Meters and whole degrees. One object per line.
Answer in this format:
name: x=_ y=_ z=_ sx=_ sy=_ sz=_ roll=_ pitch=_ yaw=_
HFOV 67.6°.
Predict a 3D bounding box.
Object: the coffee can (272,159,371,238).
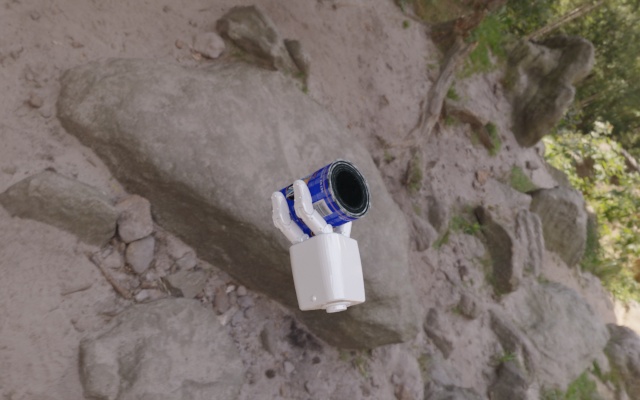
coffee can: x=0.000 y=0.003 z=0.812 sx=0.140 sy=0.102 sz=0.103 roll=-25 pitch=-17 yaw=40
